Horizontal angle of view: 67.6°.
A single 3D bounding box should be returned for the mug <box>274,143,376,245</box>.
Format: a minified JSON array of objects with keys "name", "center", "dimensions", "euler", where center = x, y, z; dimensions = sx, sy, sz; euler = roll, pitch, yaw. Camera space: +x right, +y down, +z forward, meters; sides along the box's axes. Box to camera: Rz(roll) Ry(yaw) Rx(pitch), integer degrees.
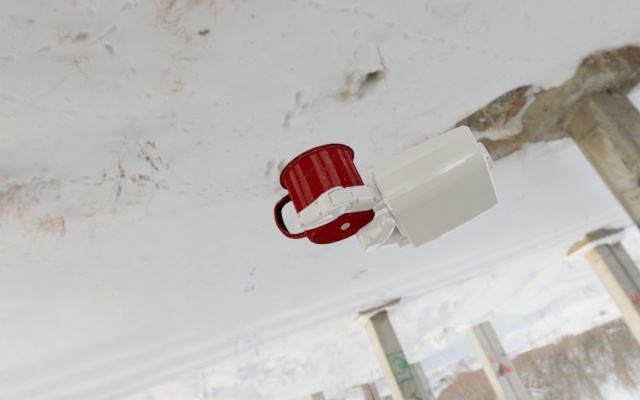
[{"name":"mug","center":[-0.001,0.003,0.537],"dimensions":[0.117,0.081,0.093],"euler":[-28,-25,11]}]
